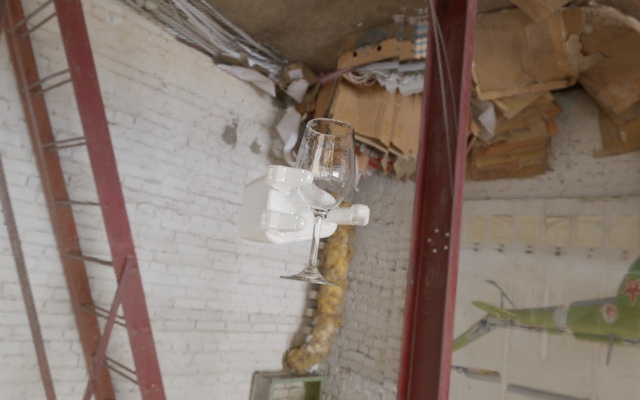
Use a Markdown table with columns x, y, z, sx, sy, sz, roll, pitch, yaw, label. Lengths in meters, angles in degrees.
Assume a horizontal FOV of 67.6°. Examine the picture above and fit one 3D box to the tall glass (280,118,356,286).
| x | y | z | sx | sy | sz | roll | pitch | yaw | label |
| --- | --- | --- | --- | --- | --- | --- | --- | --- | --- |
| 0.000 | 0.003 | 0.598 | 0.079 | 0.201 | 0.079 | 8 | -10 | 1 | tall glass |
